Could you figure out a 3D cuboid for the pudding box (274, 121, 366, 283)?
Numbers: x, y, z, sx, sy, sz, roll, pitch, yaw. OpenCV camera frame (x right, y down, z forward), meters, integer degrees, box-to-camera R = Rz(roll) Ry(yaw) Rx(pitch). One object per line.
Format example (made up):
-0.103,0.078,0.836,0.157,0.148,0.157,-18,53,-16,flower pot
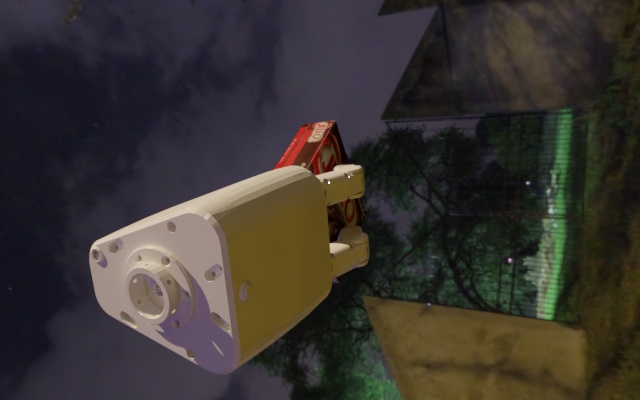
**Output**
0.000,0.001,0.417,0.039,0.114,0.090,2,42,26,pudding box
